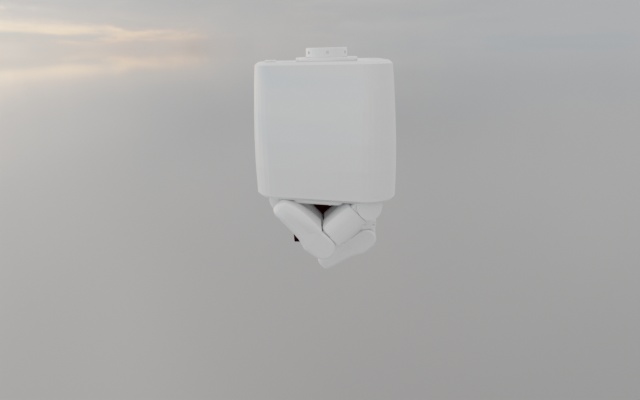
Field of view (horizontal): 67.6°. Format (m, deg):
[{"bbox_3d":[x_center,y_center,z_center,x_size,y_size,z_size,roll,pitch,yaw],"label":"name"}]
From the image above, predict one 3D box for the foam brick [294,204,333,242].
[{"bbox_3d":[0.000,0.002,0.464,0.053,0.051,0.078,-2,18,-1],"label":"foam brick"}]
